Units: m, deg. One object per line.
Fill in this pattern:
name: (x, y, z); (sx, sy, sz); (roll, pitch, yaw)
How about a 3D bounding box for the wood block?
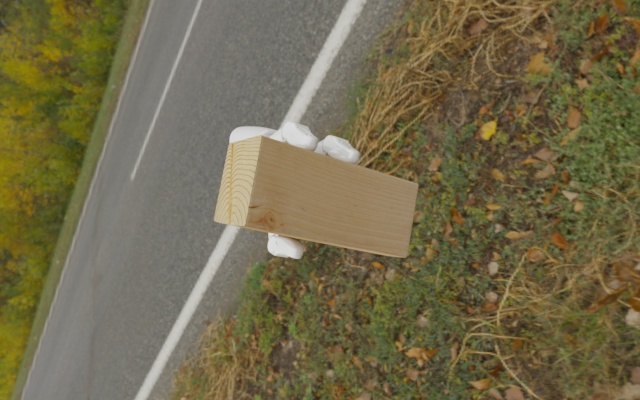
wood block: (0.000, 0.002, 0.537); (0.206, 0.091, 0.090); (14, -6, -31)
